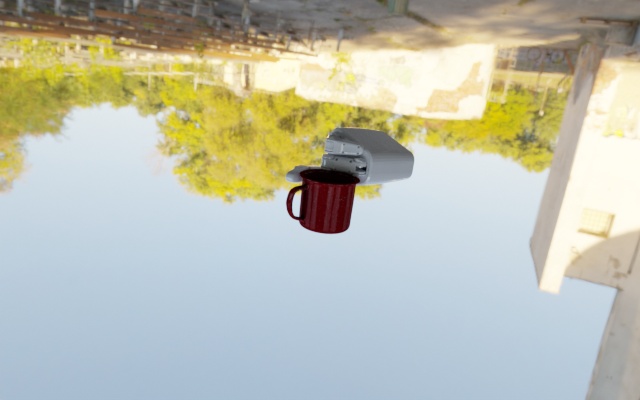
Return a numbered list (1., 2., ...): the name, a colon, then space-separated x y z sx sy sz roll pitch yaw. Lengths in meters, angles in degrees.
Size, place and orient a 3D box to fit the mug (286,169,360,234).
1. mug: -0.001 0.003 0.731 0.117 0.081 0.093 -6 20 -35
